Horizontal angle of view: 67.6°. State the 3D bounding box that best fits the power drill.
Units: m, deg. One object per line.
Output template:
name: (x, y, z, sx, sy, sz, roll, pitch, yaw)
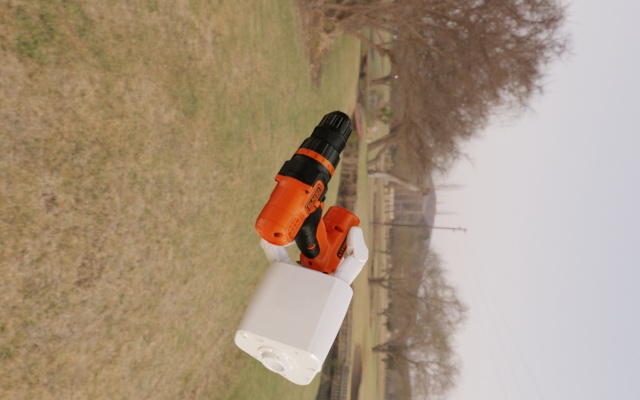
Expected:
power drill: (0.000, 0.002, 0.616, 0.057, 0.184, 0.188, 22, -22, 27)
